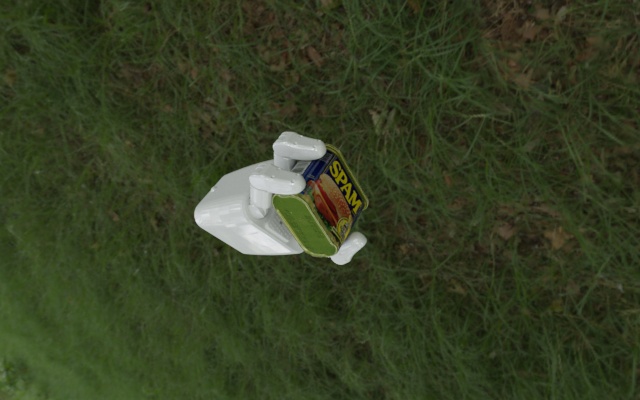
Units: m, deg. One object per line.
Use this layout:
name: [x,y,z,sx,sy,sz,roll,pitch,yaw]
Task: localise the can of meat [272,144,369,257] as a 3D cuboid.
can of meat: [0.000,0.002,0.543,0.057,0.102,0.084,-5,39,40]
